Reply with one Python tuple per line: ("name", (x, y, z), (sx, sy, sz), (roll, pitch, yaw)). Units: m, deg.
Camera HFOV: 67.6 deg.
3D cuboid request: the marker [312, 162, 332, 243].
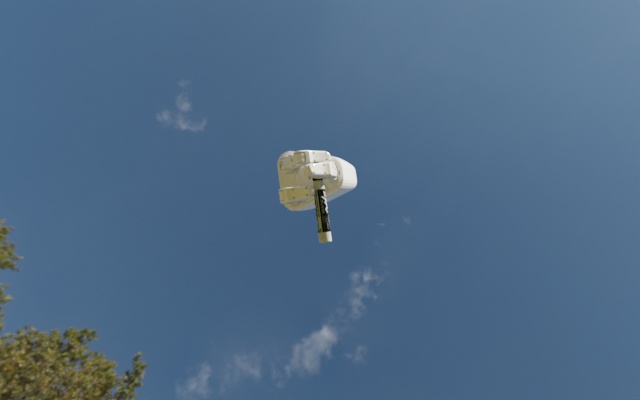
("marker", (0.000, 0.002, 0.713), (0.020, 0.121, 0.020), (-7, -3, 0))
